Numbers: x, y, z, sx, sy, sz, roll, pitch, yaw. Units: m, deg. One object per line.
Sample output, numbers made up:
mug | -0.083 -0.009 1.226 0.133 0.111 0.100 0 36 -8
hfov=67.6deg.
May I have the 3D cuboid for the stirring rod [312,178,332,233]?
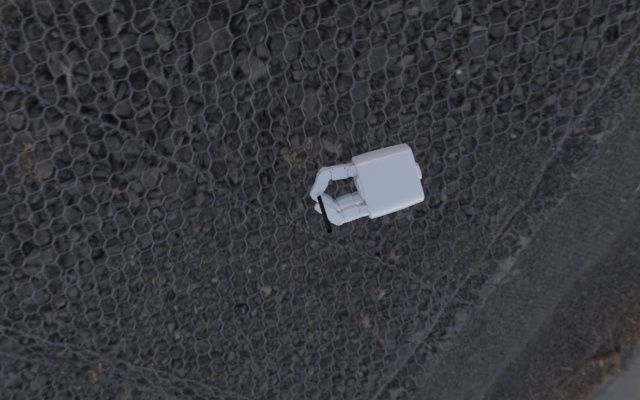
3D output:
stirring rod | 0.000 0.003 0.859 0.011 0.011 0.239 0 22 -7
